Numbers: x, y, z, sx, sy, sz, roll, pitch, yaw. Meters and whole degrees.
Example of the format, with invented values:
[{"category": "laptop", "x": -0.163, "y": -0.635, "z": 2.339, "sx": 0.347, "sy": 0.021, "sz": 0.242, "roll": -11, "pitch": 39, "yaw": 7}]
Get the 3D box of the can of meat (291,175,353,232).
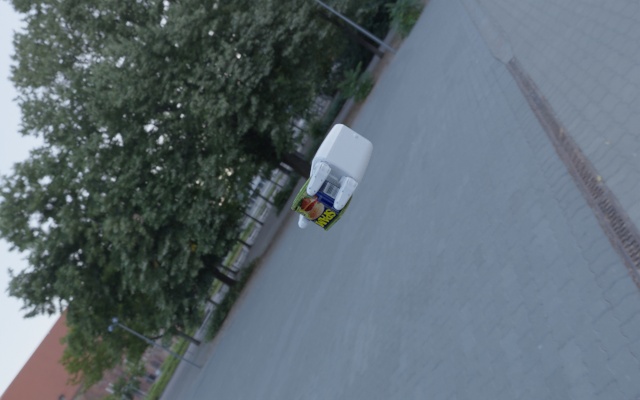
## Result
[{"category": "can of meat", "x": 0.000, "y": 0.003, "z": 0.899, "sx": 0.084, "sy": 0.057, "sz": 0.102, "roll": 31, "pitch": -32, "yaw": -6}]
